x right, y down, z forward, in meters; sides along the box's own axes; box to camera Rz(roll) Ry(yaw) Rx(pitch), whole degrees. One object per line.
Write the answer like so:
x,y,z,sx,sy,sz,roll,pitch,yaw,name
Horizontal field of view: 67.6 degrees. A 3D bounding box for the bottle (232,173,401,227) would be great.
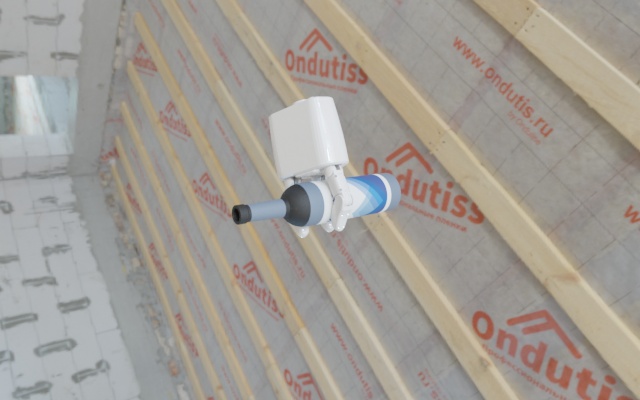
0.000,0.002,0.743,0.295,0.069,0.069,-9,5,-37,bottle
